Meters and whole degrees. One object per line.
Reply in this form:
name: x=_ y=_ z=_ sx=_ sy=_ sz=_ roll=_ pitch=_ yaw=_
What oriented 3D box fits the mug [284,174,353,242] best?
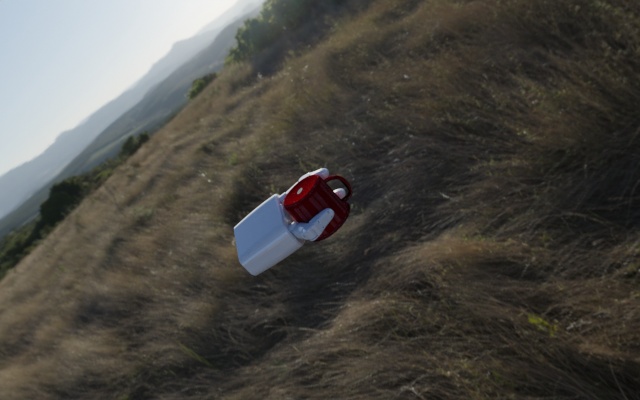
mug: x=0.001 y=0.002 z=0.819 sx=0.117 sy=0.081 sz=0.093 roll=-37 pitch=24 yaw=11
